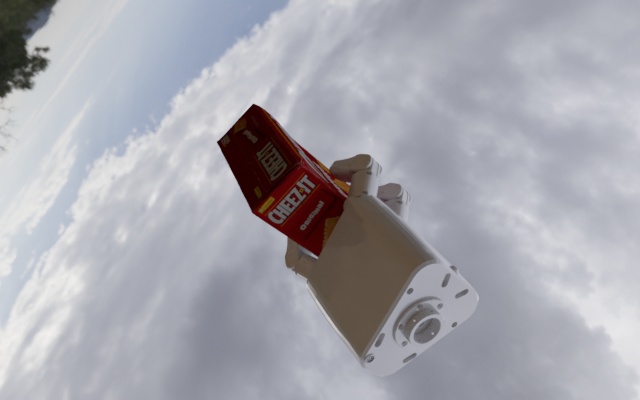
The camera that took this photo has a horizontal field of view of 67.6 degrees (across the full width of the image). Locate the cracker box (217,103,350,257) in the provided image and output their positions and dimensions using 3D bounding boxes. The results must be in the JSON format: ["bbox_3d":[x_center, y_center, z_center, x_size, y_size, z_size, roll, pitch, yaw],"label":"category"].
[{"bbox_3d":[0.000,0.002,0.535,0.214,0.072,0.164,39,8,-36],"label":"cracker box"}]
